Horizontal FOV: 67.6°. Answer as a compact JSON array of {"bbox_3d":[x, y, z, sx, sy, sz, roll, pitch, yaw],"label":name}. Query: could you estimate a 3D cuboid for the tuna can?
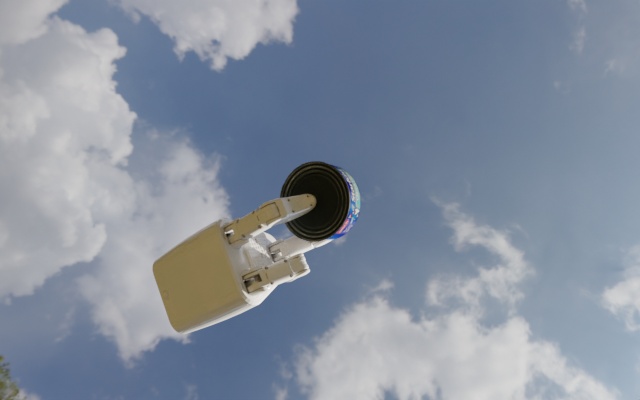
[{"bbox_3d":[0.000,0.002,0.520,0.086,0.086,0.034,0,-3,29],"label":"tuna can"}]
